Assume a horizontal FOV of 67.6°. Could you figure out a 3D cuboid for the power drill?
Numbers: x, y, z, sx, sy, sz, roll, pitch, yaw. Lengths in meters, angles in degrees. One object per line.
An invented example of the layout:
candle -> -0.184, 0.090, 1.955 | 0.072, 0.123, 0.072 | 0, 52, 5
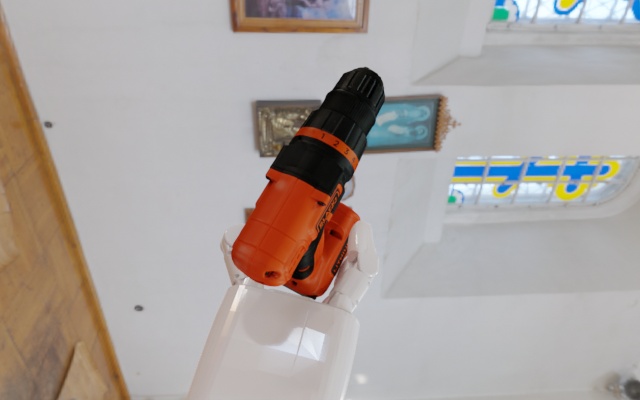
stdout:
power drill -> 0.000, 0.002, 0.413 | 0.057, 0.184, 0.188 | 27, -18, 15
